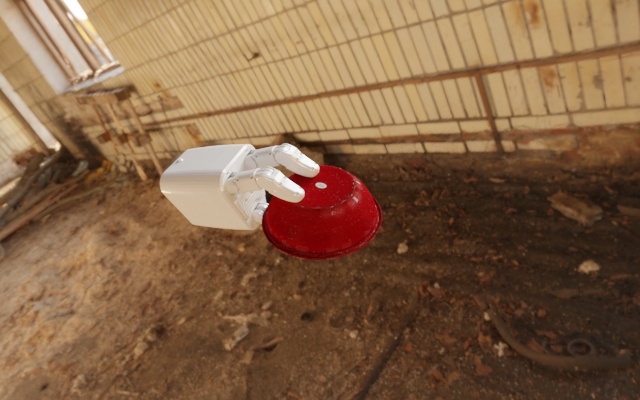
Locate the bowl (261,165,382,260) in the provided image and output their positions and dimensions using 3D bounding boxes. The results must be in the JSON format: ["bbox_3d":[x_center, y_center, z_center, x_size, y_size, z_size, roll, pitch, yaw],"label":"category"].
[{"bbox_3d":[0.001,0.002,0.624,0.162,0.055,0.162,-3,39,2],"label":"bowl"}]
